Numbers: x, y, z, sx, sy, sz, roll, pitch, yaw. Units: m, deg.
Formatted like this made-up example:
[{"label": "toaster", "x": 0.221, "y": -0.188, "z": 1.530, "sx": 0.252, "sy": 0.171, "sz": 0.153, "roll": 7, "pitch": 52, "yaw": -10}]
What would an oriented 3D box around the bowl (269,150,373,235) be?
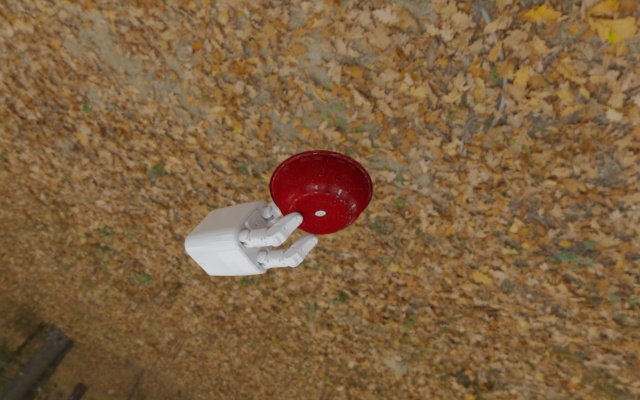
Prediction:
[{"label": "bowl", "x": 0.001, "y": 0.002, "z": 0.722, "sx": 0.162, "sy": 0.055, "sz": 0.162, "roll": 1, "pitch": -45, "yaw": 1}]
